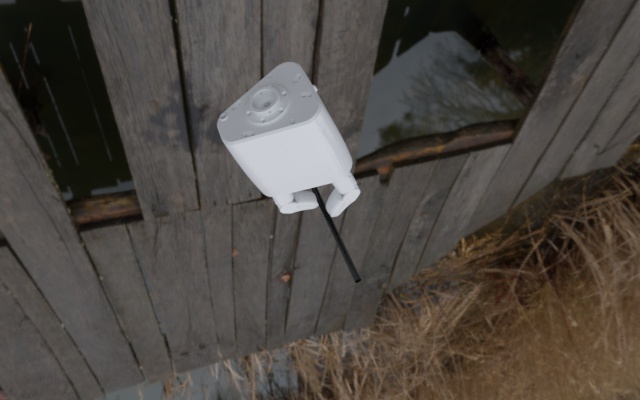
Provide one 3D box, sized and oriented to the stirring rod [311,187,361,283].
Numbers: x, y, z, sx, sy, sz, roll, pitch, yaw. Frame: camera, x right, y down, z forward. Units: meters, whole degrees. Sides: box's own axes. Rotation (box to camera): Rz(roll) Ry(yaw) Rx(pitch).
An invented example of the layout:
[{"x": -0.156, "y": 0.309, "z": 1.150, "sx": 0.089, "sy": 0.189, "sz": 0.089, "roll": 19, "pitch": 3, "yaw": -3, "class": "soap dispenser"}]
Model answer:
[{"x": 0.000, "y": 0.002, "z": 0.615, "sx": 0.011, "sy": 0.239, "sz": 0.011, "roll": -17, "pitch": -34, "yaw": -12, "class": "stirring rod"}]
